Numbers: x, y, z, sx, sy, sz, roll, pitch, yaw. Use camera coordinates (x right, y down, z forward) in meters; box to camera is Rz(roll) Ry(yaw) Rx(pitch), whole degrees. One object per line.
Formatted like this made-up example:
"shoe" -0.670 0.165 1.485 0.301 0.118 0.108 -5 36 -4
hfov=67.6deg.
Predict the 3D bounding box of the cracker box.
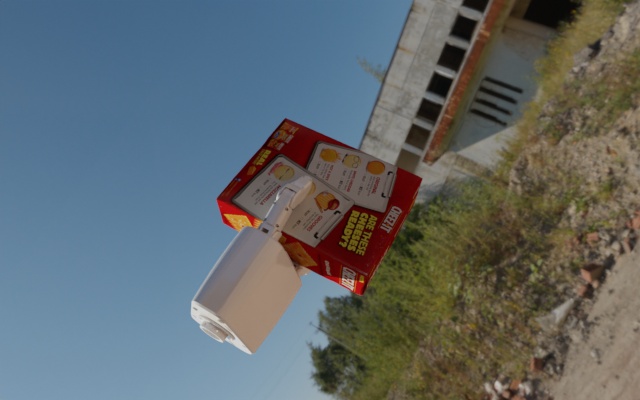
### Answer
"cracker box" 0.000 0.002 0.630 0.213 0.164 0.072 26 -31 15
